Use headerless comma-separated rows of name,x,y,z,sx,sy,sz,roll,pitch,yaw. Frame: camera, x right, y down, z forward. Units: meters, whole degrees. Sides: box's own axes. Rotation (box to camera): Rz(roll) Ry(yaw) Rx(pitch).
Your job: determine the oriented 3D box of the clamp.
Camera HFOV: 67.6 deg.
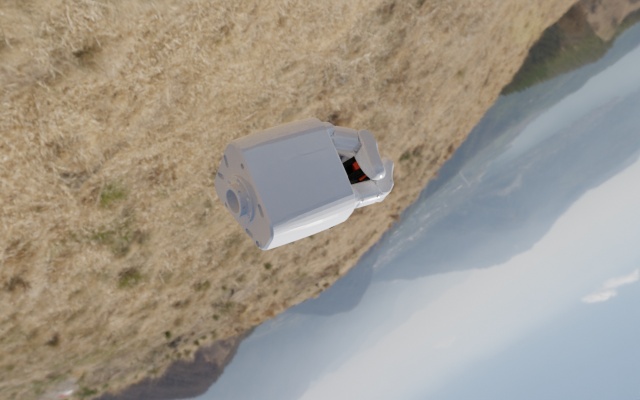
clamp,0.001,0.002,0.599,0.120,0.039,0.171,-21,-21,-34
